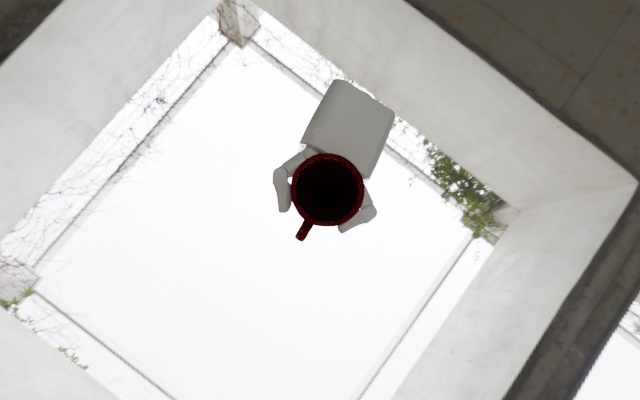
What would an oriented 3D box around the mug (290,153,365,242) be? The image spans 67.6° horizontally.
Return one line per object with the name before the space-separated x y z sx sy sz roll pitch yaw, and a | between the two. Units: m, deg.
mug | 0.000 0.003 0.628 0.093 0.117 0.081 27 -9 -1
